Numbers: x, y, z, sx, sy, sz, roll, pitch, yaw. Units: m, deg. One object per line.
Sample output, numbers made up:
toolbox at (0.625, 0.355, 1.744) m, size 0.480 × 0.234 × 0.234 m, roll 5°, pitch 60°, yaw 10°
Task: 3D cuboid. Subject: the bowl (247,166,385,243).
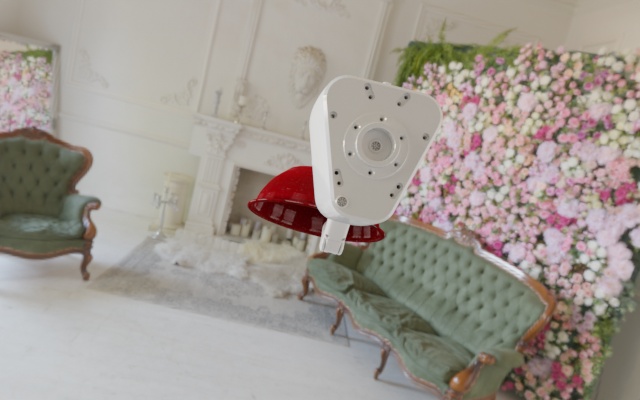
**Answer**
bowl at (0.000, 0.002, 0.558) m, size 0.162 × 0.055 × 0.162 m, roll 12°, pitch -15°, yaw 3°
